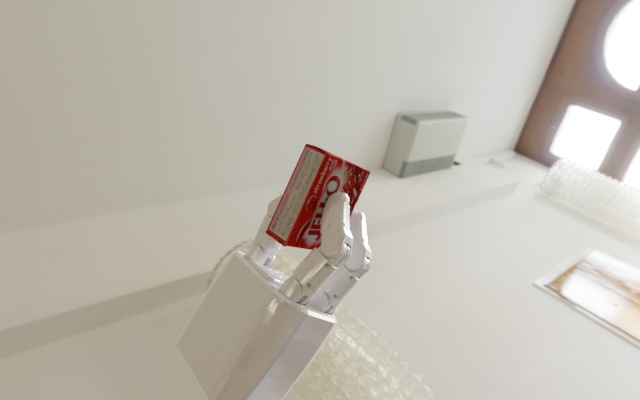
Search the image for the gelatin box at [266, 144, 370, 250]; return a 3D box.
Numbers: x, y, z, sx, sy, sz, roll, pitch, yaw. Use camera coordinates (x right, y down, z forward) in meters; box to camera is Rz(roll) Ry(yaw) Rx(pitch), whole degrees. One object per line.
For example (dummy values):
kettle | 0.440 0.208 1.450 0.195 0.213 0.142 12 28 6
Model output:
gelatin box | 0.000 0.001 0.433 0.030 0.089 0.073 29 7 37
